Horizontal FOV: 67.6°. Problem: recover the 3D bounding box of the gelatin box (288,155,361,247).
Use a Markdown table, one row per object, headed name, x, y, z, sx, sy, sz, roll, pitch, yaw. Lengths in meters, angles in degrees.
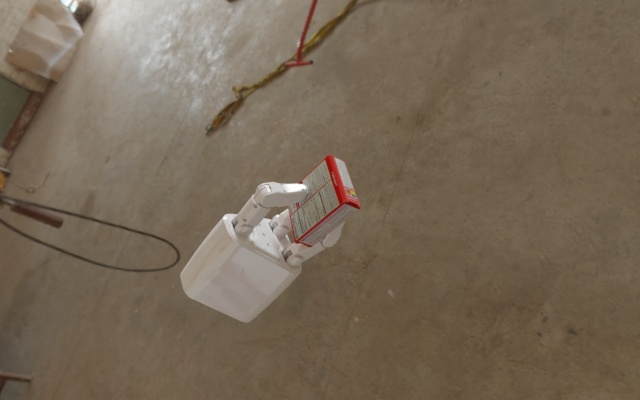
| name | x | y | z | sx | sy | sz | roll | pitch | yaw |
| --- | --- | --- | --- | --- | --- | --- | --- | --- | --- |
| gelatin box | 0.000 | 0.002 | 0.566 | 0.030 | 0.073 | 0.089 | 20 | -49 | -39 |
